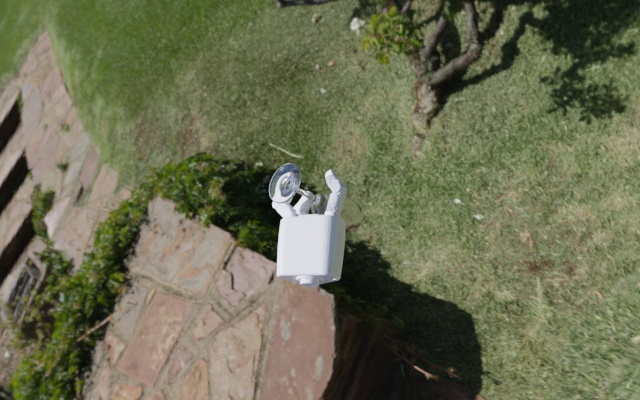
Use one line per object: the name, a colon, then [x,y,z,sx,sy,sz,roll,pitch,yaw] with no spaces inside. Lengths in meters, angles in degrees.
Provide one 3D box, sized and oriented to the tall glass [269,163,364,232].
tall glass: [0.000,0.003,0.895,0.079,0.079,0.201,0,-19,42]
